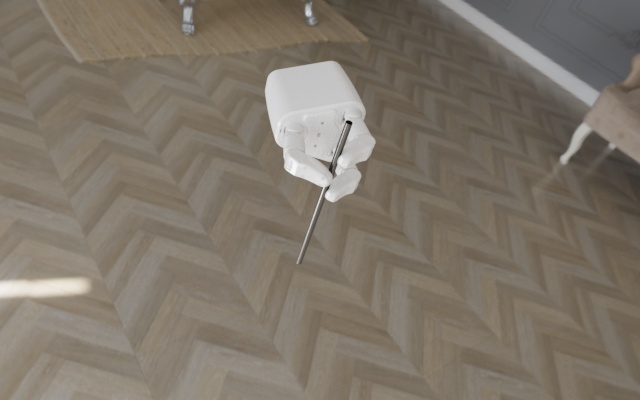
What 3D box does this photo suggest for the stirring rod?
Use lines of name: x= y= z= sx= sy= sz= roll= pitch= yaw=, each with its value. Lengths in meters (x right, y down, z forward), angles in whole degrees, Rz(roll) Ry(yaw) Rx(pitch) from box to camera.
stirring rod: x=0.000 y=0.002 z=0.580 sx=0.011 sy=0.011 sz=0.240 roll=0 pitch=-44 yaw=-20
